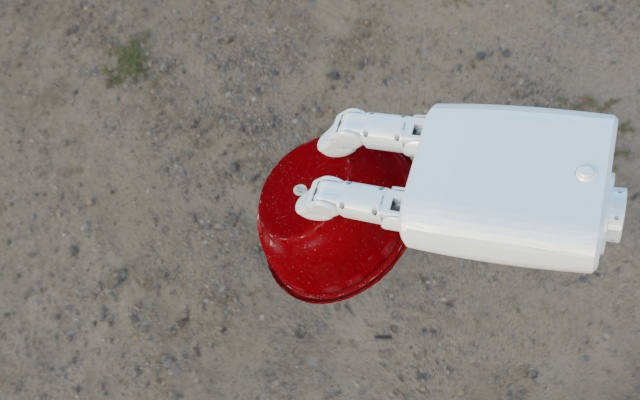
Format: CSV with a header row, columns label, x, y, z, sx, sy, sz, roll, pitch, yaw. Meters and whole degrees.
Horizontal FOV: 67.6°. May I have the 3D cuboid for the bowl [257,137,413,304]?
label,x,y,z,sx,sy,sz,roll,pitch,yaw
bowl,-0.001,0.001,0.404,0.162,0.162,0.055,0,-26,39
